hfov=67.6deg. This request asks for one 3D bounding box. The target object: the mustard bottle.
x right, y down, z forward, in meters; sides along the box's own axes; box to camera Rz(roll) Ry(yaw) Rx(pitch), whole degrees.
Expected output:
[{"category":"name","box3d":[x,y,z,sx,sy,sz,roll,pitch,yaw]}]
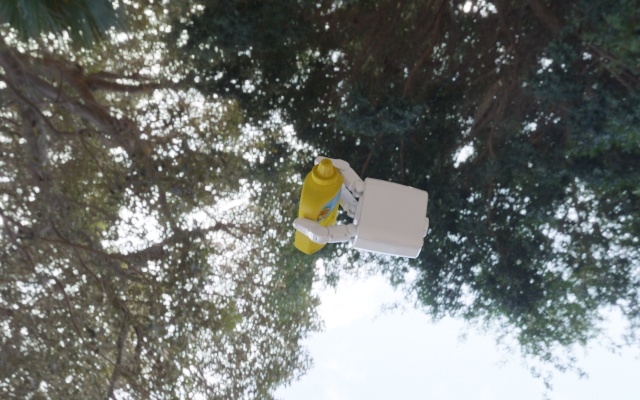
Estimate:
[{"category":"mustard bottle","box3d":[0.000,0.003,0.800,0.058,0.192,0.096,30,53,16]}]
